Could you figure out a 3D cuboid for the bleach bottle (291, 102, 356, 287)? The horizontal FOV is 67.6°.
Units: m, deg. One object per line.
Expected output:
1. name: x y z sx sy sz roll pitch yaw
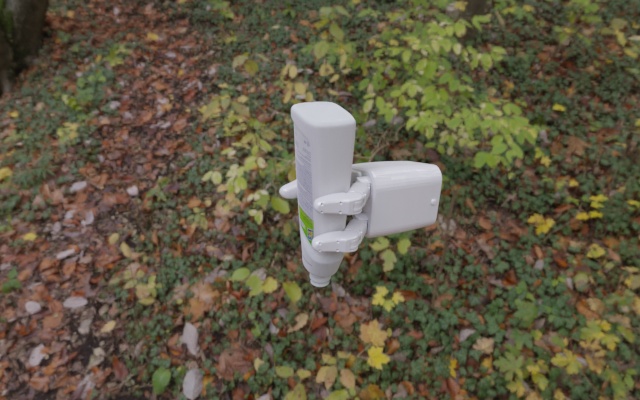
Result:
1. bleach bottle: 0.000 0.002 0.647 0.068 0.251 0.102 -7 28 -17
